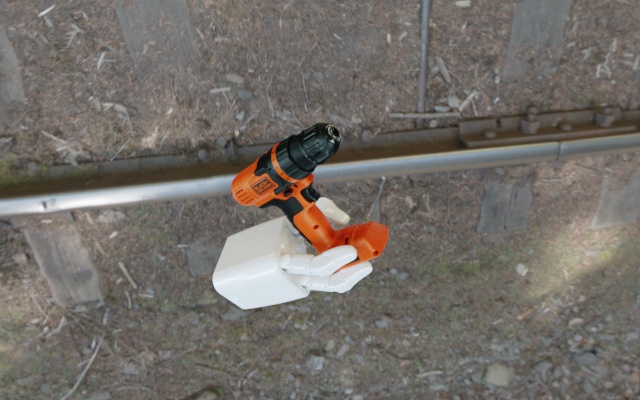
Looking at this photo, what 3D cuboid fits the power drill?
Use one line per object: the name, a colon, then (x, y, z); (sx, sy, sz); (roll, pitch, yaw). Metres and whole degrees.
power drill: (0.000, 0.002, 0.602); (0.184, 0.188, 0.057); (-26, 26, 43)
